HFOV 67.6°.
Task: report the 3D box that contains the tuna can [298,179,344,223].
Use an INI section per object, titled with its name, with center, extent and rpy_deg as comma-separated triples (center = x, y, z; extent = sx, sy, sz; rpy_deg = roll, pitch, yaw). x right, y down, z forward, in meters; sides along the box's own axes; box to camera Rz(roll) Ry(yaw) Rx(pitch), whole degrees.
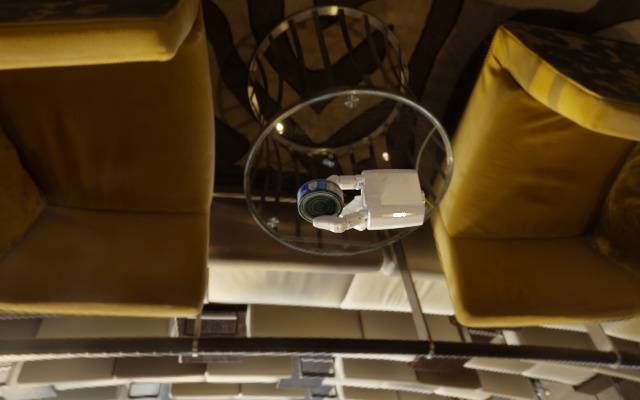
[tuna can]
center = 0.000, 0.003, 0.884
extent = 0.086, 0.086, 0.033
rpy_deg = 0, 43, 0
